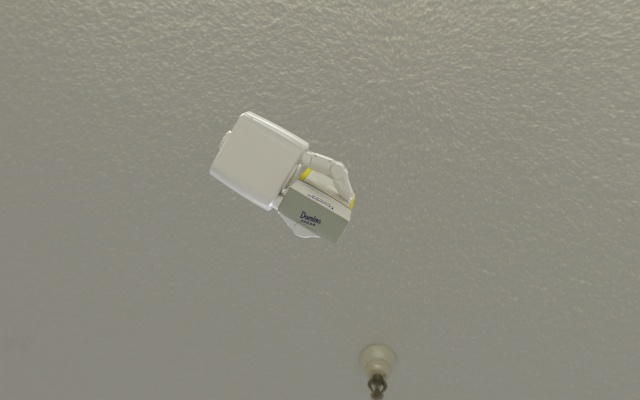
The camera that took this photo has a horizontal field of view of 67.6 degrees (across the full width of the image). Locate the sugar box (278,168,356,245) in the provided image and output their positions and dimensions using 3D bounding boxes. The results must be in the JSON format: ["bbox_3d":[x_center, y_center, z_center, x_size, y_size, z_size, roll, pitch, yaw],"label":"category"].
[{"bbox_3d":[0.000,0.003,0.709,0.093,0.048,0.176,31,17,0],"label":"sugar box"}]
